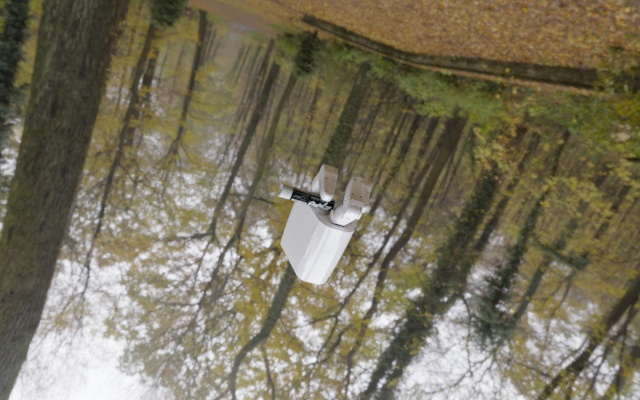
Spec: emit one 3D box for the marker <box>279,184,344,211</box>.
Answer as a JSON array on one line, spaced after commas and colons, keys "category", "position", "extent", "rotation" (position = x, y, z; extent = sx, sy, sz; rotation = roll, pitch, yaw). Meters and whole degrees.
[{"category": "marker", "position": [0.000, 0.002, 0.681], "extent": [0.121, 0.020, 0.020], "rotation": [17, -5, -16]}]
